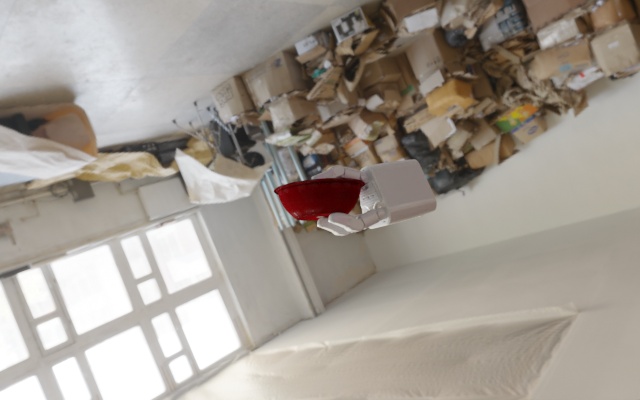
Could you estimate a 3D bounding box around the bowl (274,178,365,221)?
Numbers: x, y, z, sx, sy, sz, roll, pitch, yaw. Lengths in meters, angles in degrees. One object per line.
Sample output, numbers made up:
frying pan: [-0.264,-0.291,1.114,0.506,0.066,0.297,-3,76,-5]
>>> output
bowl: [-0.001,0.003,0.837,0.162,0.055,0.162,-4,-8,-1]
